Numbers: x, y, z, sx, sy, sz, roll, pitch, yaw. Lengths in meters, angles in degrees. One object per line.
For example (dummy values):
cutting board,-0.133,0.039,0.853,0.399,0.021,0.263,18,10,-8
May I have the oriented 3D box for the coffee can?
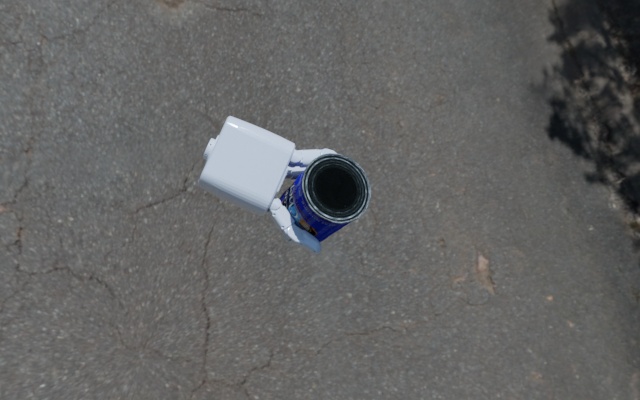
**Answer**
coffee can,0.000,0.003,0.720,0.103,0.102,0.140,0,-17,-21
